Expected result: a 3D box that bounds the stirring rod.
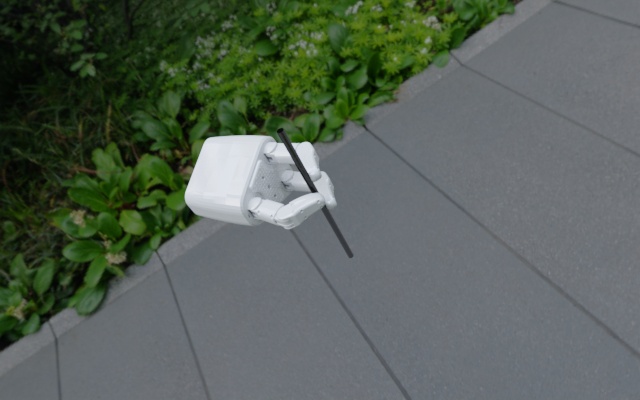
[{"bbox_3d":[0.000,0.002,0.587,0.011,0.011,0.240,0,-39,27],"label":"stirring rod"}]
